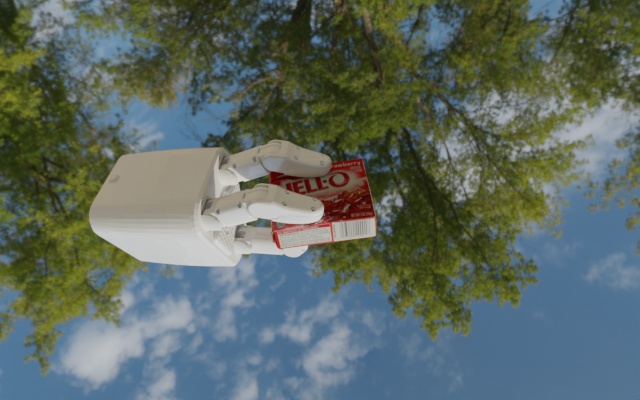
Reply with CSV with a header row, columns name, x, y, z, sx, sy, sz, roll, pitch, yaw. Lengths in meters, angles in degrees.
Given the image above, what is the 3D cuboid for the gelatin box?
name,x,y,z,sx,sy,sz,roll,pitch,yaw
gelatin box,0.000,0.002,0.425,0.089,0.073,0.030,-8,-43,0
